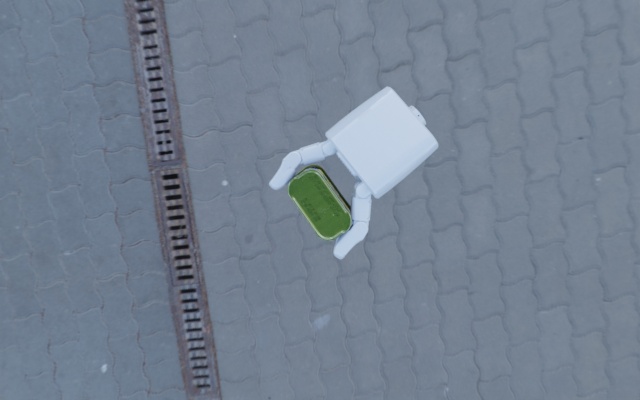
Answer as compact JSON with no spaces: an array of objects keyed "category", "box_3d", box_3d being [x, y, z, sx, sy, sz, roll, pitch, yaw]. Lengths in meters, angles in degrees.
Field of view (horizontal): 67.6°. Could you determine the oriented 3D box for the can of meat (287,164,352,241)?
[{"category":"can of meat","box_3d":[0.000,0.002,0.648,0.057,0.102,0.084,-36,4,4]}]
